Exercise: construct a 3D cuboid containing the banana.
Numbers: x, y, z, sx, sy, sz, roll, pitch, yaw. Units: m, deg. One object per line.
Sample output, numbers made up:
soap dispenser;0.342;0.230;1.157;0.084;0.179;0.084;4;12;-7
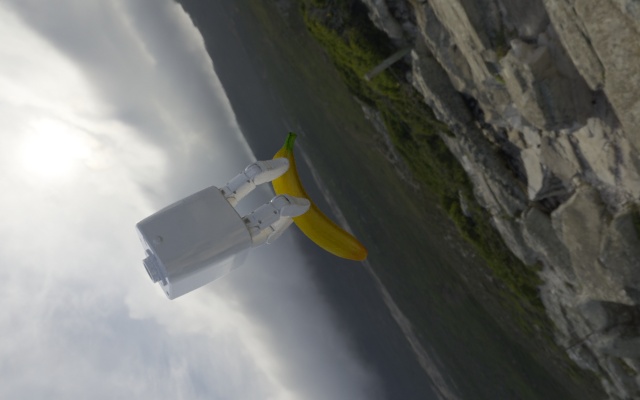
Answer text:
banana;-0.014;0.008;0.646;0.070;0.198;0.037;-36;-5;37
